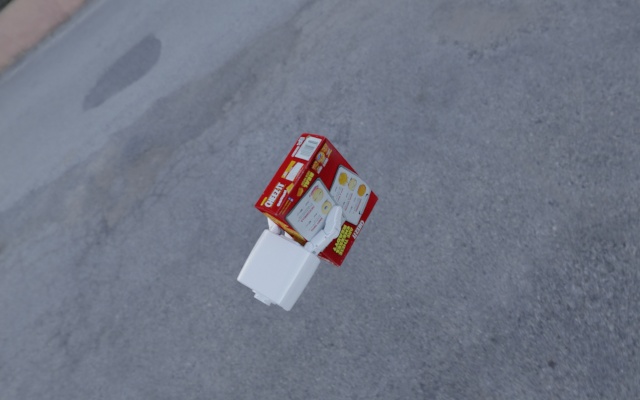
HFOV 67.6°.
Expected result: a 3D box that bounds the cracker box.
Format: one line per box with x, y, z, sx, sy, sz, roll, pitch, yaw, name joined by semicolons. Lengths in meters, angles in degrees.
0.000;0.003;0.889;0.072;0.164;0.214;19;-18;43;cracker box
